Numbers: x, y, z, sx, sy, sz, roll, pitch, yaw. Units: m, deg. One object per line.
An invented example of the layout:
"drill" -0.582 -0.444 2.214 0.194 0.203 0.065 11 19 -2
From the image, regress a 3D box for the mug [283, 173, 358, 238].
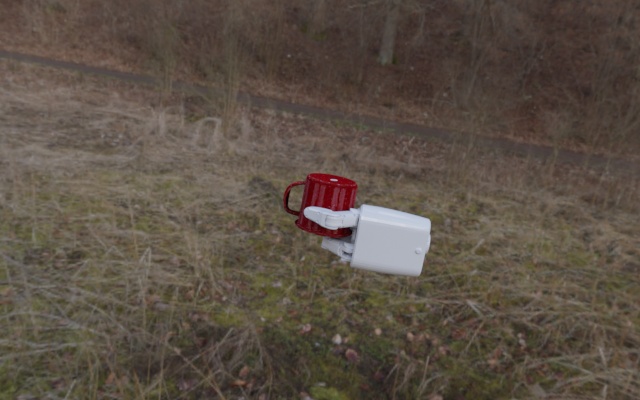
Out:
"mug" -0.001 0.002 0.748 0.117 0.081 0.093 11 13 2
